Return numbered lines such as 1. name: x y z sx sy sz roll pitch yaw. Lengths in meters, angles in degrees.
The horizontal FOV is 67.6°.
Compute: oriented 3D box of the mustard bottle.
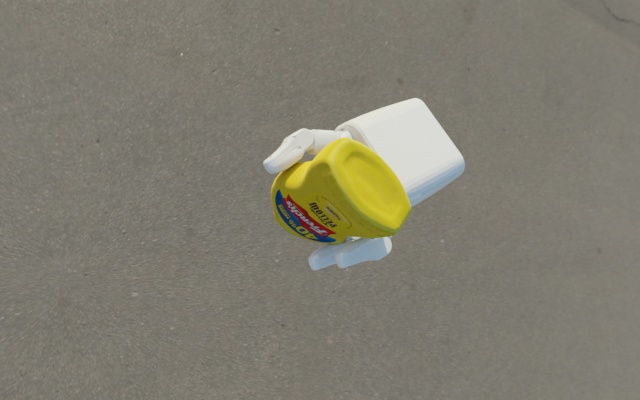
1. mustard bottle: 0.000 0.002 0.489 0.096 0.058 0.191 45 -26 -15
